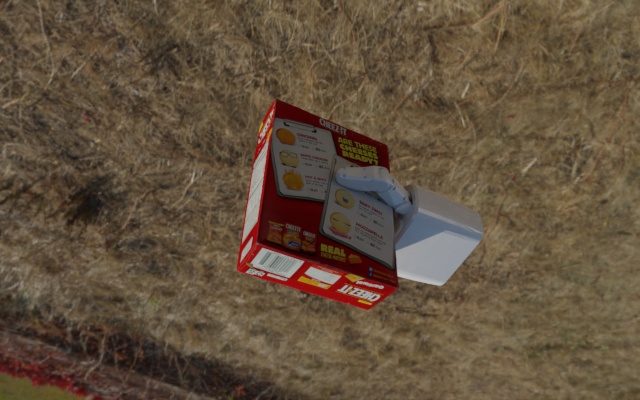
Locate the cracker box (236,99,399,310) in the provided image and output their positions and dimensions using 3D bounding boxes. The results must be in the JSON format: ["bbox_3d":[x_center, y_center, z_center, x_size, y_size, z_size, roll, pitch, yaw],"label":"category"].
[{"bbox_3d":[0.000,0.002,0.555,0.164,0.213,0.072,20,-43,-20],"label":"cracker box"}]
